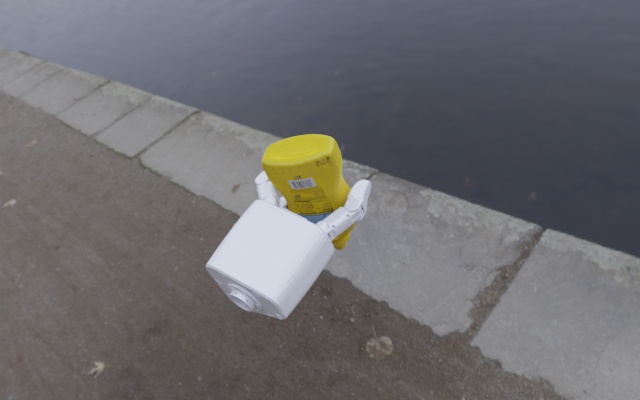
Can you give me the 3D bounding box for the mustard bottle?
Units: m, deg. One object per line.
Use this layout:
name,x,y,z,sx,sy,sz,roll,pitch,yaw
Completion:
mustard bottle,0.000,0.002,0.640,0.096,0.058,0.192,-7,-46,19
